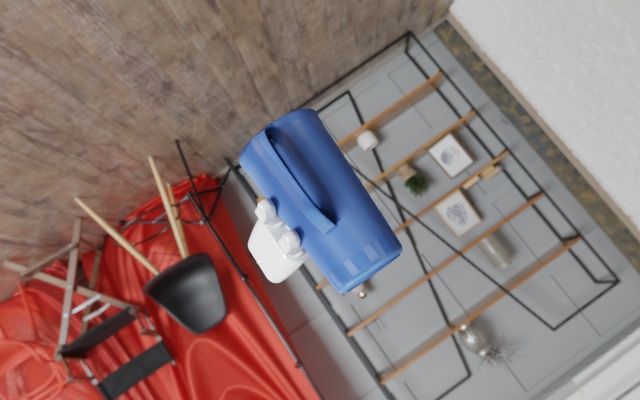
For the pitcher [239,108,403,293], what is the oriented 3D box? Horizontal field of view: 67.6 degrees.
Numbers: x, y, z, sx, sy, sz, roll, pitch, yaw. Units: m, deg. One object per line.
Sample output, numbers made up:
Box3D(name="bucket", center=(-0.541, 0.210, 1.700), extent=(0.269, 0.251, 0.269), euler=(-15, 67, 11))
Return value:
Box3D(name="pitcher", center=(0.000, 0.002, 0.658), extent=(0.149, 0.243, 0.145), euler=(-27, -14, -33))
